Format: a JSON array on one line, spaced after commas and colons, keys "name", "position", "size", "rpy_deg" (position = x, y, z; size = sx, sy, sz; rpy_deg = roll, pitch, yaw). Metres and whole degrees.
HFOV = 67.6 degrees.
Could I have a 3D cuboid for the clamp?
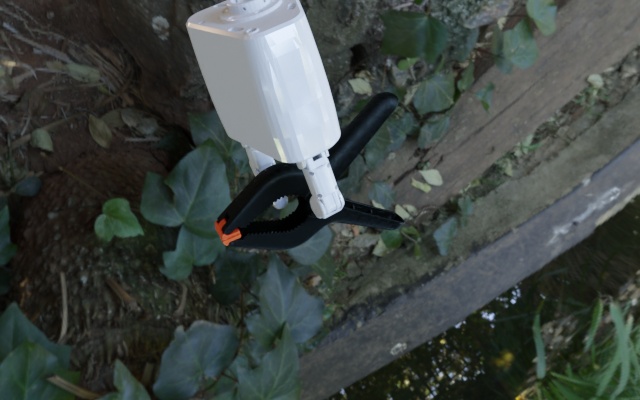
[{"name": "clamp", "position": [0.000, 0.002, 0.486], "size": [0.210, 0.165, 0.036], "rpy_deg": [-27, 37, -12]}]
